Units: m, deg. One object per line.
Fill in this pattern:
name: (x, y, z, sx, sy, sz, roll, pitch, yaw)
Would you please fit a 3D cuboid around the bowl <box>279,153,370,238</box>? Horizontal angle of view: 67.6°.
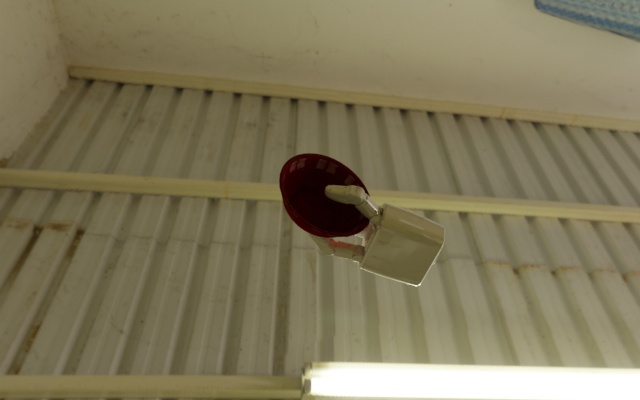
bowl: (-0.001, 0.002, 0.764, 0.162, 0.162, 0.055, 0, -35, -32)
